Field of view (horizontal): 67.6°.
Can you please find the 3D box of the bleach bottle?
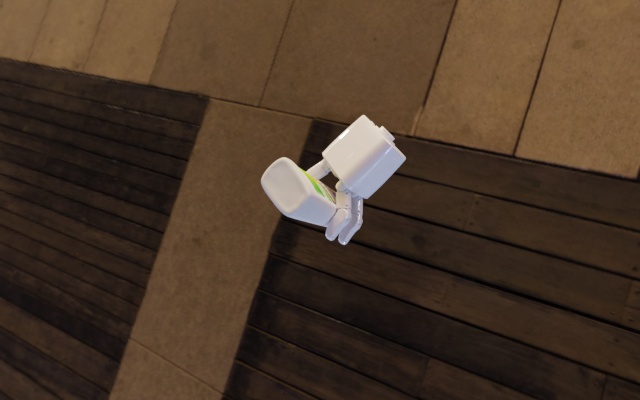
[{"bbox_3d":[0.000,0.003,0.870,0.068,0.102,0.251,-44,-27,13],"label":"bleach bottle"}]
